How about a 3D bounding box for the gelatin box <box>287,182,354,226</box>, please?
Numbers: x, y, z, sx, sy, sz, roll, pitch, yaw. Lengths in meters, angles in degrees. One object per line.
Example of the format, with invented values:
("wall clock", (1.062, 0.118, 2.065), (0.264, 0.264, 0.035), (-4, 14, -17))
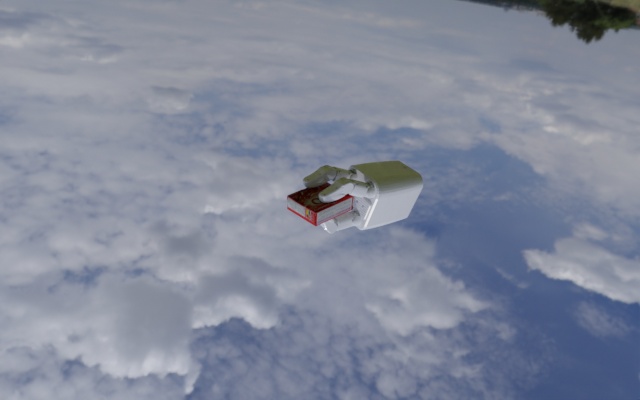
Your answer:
("gelatin box", (0.000, 0.003, 0.800), (0.089, 0.030, 0.073), (-23, 39, -36))
